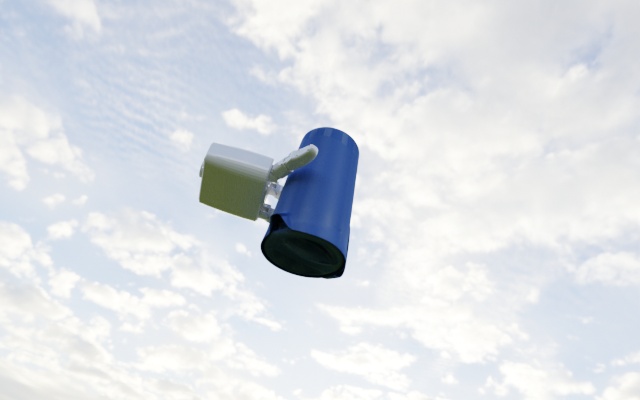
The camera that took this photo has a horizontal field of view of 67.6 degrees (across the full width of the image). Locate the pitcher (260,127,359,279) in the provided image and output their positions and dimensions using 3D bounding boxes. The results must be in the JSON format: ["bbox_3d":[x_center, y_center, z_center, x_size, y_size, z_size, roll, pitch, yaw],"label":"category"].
[{"bbox_3d":[0.000,0.003,0.797,0.145,0.242,0.149,17,-37,-3],"label":"pitcher"}]
